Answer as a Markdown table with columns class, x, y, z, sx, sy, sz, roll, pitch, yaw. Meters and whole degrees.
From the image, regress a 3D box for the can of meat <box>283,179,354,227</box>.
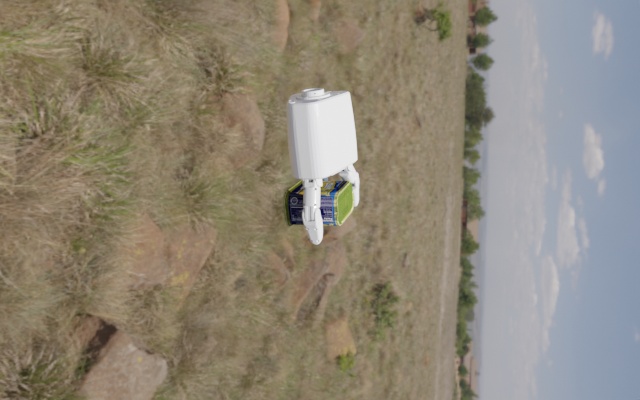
| class | x | y | z | sx | sy | sz | roll | pitch | yaw |
| --- | --- | --- | --- | --- | --- | --- | --- | --- | --- |
| can of meat | 0.000 | 0.003 | 0.739 | 0.084 | 0.057 | 0.102 | 1 | 18 | 18 |
